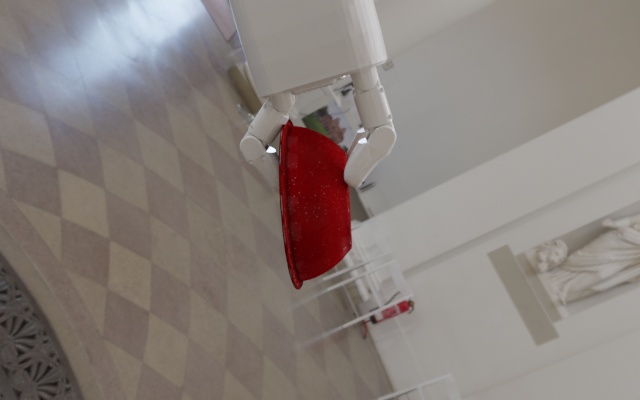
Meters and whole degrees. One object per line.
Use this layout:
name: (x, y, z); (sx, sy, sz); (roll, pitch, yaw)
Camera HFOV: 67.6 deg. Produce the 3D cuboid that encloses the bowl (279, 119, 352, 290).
bowl: (0.001, 0.003, 0.453); (0.055, 0.162, 0.162); (-3, 0, 4)
